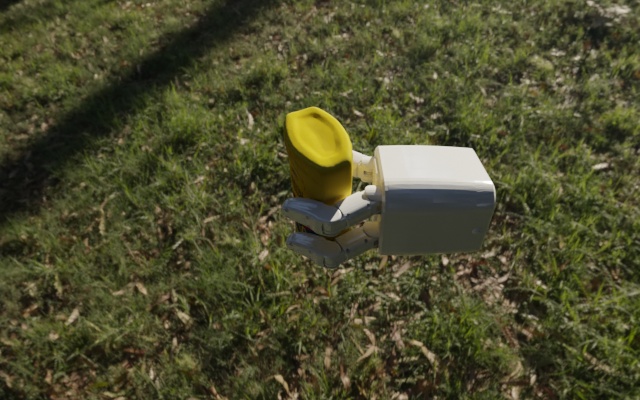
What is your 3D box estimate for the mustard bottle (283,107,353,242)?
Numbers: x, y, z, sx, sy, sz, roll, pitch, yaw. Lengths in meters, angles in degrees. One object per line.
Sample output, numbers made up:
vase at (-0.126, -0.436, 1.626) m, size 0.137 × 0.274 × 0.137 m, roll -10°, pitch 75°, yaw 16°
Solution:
mustard bottle at (0.000, 0.002, 0.517) m, size 0.058 × 0.192 × 0.096 m, roll -20°, pitch 50°, yaw -15°
